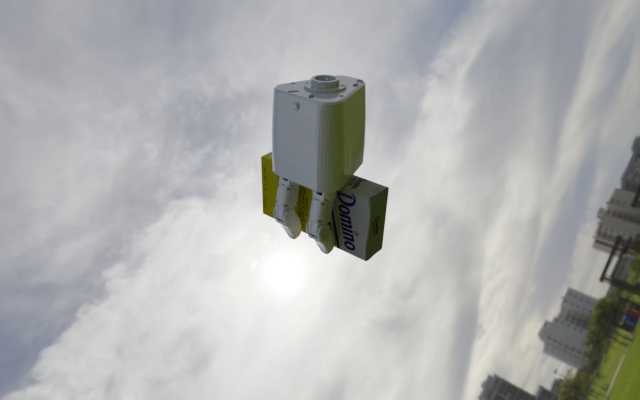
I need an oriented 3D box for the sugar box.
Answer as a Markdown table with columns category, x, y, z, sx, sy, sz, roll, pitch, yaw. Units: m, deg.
| category | x | y | z | sx | sy | sz | roll | pitch | yaw |
| --- | --- | --- | --- | --- | --- | --- | --- | --- | --- |
| sugar box | 0.000 | 0.002 | 0.621 | 0.176 | 0.093 | 0.048 | 23 | 36 | 34 |
